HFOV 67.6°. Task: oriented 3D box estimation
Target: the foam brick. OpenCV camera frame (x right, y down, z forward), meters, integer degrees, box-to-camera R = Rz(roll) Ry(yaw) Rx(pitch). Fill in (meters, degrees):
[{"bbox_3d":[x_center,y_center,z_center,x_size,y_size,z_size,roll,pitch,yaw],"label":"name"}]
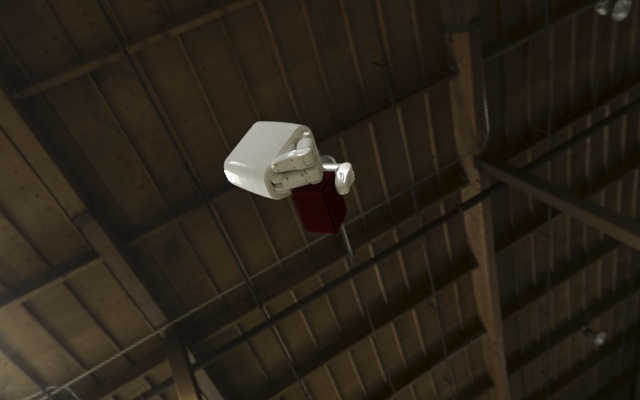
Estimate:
[{"bbox_3d":[0.000,0.003,0.700,0.051,0.078,0.053,-1,37,26],"label":"foam brick"}]
